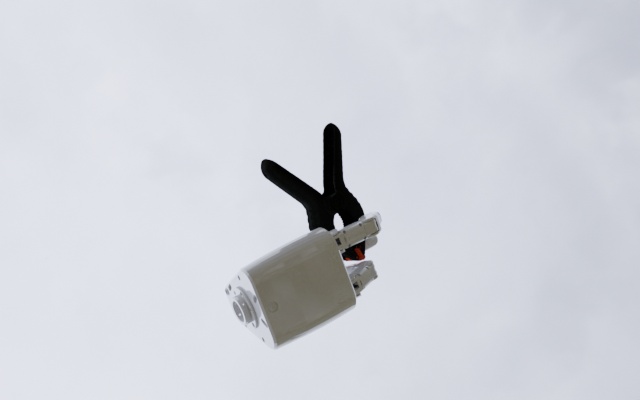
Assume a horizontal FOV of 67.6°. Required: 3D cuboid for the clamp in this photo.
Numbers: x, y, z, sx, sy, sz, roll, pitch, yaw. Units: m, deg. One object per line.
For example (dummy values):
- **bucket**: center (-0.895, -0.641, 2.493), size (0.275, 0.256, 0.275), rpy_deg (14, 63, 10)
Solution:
- **clamp**: center (0.000, 0.002, 0.570), size (0.120, 0.171, 0.039), rpy_deg (-23, 6, -29)
